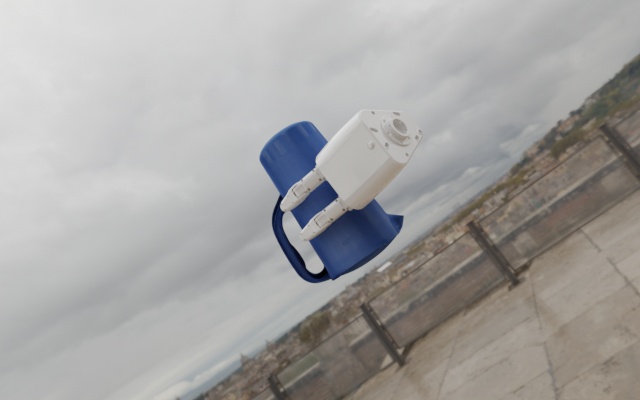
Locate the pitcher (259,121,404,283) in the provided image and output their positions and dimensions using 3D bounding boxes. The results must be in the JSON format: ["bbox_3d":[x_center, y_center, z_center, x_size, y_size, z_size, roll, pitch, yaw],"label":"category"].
[{"bbox_3d":[0.000,0.002,0.764,0.149,0.243,0.145,-26,-14,-44],"label":"pitcher"}]
